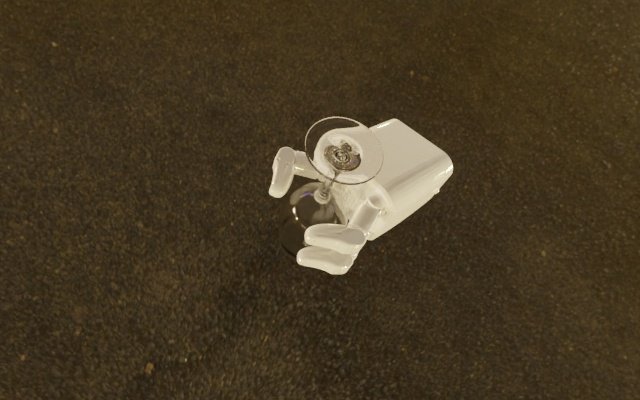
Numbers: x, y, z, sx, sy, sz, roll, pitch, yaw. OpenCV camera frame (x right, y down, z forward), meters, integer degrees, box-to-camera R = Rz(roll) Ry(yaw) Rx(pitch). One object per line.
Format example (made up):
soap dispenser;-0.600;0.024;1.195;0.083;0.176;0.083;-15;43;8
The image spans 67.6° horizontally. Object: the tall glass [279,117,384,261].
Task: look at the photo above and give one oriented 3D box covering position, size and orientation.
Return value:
tall glass;0.000;0.001;0.514;0.079;0.079;0.201;0;-29;-15
